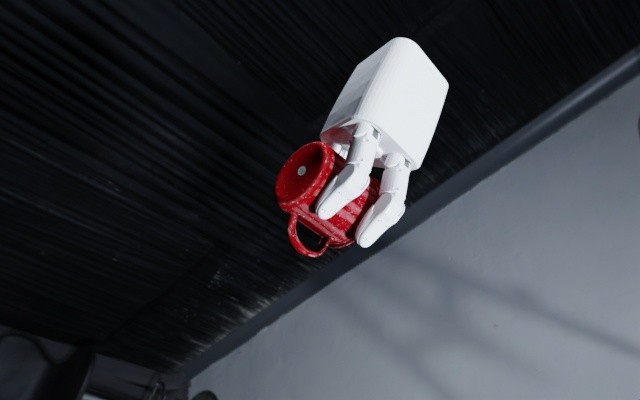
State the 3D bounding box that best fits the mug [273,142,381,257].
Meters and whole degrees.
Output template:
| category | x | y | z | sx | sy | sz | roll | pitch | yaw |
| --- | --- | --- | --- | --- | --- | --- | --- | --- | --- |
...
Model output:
| category | x | y | z | sx | sy | sz | roll | pitch | yaw |
| --- | --- | --- | --- | --- | --- | --- | --- | --- | --- |
| mug | -0.001 | 0.003 | 0.504 | 0.081 | 0.117 | 0.093 | 37 | -22 | -33 |
